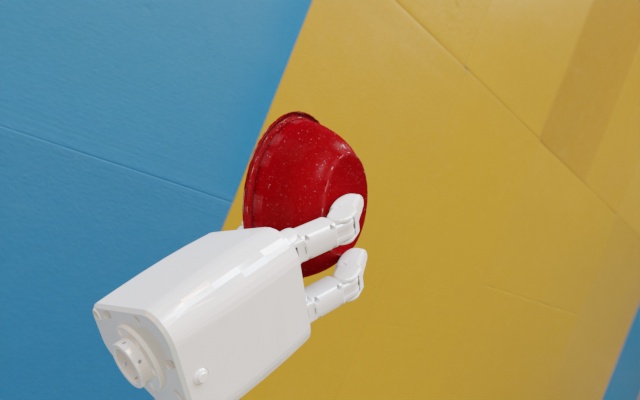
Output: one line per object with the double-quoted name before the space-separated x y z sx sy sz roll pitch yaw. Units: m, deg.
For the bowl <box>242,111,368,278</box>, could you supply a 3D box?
"bowl" 0.001 0.001 0.433 0.055 0.162 0.162 6 3 28
